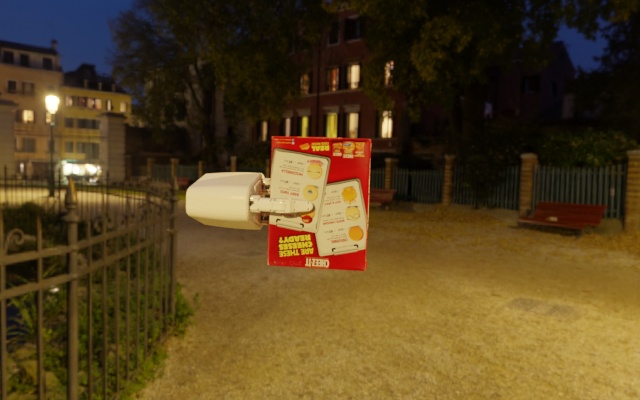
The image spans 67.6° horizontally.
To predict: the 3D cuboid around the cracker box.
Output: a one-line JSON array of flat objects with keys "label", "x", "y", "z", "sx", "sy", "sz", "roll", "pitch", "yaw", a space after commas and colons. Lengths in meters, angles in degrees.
[{"label": "cracker box", "x": 0.000, "y": 0.002, "z": 0.800, "sx": 0.164, "sy": 0.214, "sz": 0.072, "roll": 2, "pitch": 4, "yaw": 8}]
